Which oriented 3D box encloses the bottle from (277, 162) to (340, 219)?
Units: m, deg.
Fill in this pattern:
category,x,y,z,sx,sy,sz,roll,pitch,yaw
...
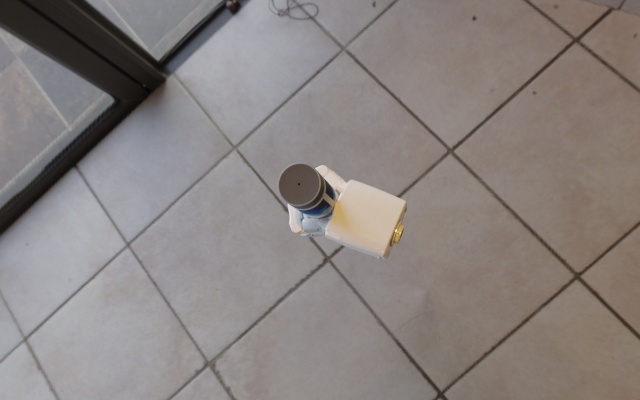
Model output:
category,x,y,z,sx,sy,sz,roll,pitch,yaw
bottle,0.000,0.003,0.838,0.069,0.069,0.296,0,-10,13
